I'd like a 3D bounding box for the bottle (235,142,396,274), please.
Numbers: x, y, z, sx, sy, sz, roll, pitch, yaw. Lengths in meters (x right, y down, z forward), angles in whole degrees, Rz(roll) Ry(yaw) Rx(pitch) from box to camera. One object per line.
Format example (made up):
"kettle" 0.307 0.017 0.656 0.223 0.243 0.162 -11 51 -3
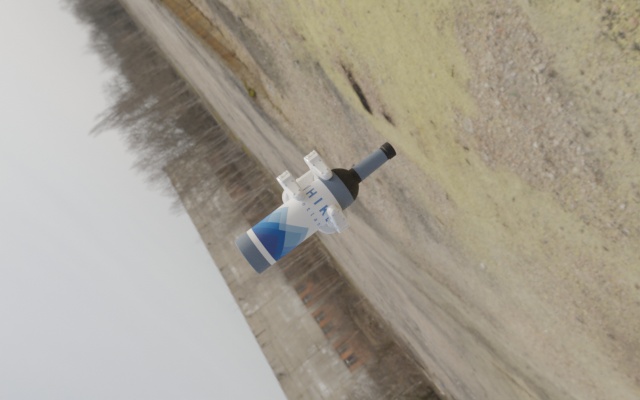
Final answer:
"bottle" 0.000 0.003 0.773 0.295 0.069 0.069 -37 4 -5
